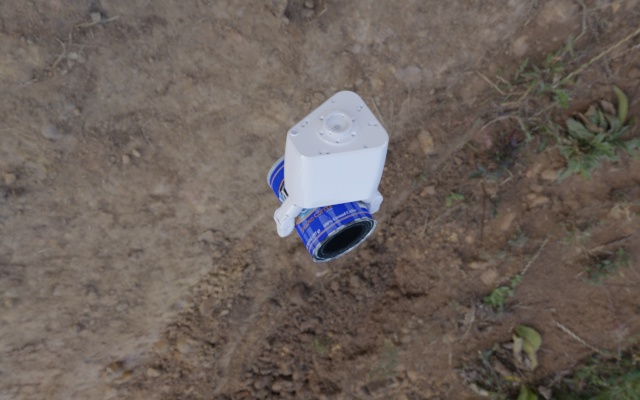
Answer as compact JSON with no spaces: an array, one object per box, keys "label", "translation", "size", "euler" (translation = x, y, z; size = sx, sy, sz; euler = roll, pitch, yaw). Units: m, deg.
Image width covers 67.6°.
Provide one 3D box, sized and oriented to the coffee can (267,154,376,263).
[{"label":"coffee can","translation":[0.000,0.002,0.685],"size":[0.103,0.140,0.103],"euler":[-26,-24,-13]}]
